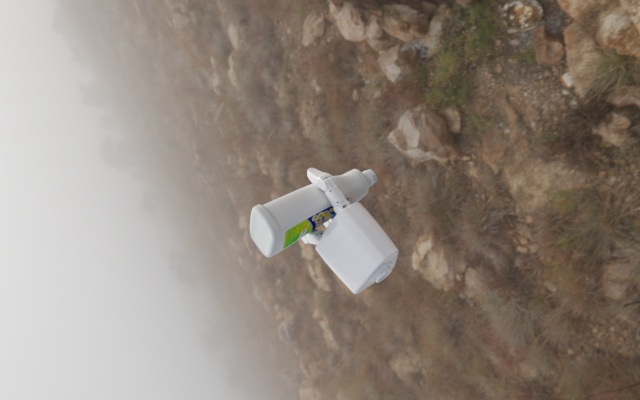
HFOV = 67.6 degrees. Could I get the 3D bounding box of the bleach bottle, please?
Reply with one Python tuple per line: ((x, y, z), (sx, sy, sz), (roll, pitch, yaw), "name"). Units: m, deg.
((0.000, 0.003, 0.830), (0.251, 0.068, 0.103), (-29, -24, -27), "bleach bottle")
